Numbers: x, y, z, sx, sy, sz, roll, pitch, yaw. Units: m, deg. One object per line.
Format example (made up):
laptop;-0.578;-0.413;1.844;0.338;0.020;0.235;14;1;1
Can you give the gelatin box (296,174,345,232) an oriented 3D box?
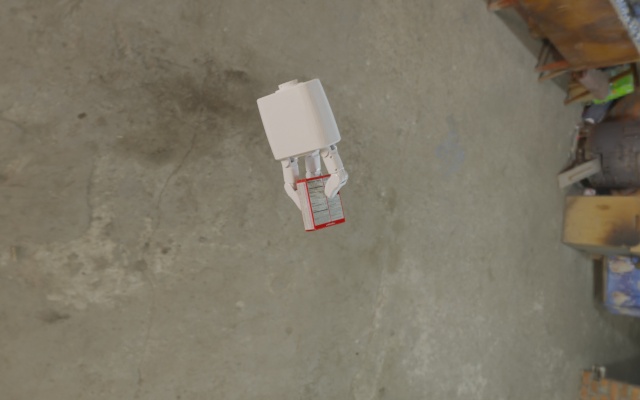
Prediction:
gelatin box;0.001;0.003;0.821;0.073;0.089;0.030;-13;2;-42
